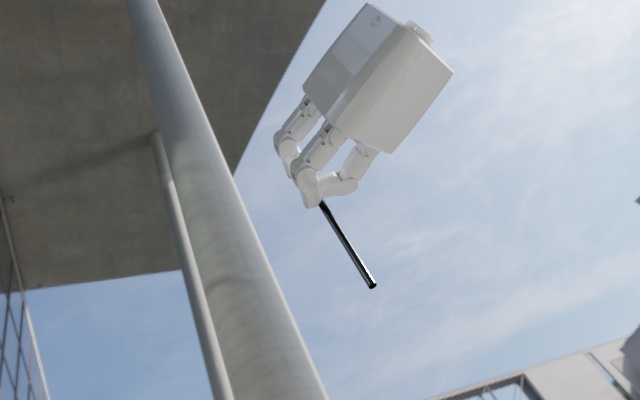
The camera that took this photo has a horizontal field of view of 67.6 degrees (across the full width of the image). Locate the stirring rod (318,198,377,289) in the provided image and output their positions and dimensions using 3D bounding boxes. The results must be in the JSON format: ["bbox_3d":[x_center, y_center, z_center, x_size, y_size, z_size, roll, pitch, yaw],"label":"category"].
[{"bbox_3d":[0.000,0.002,0.497,0.011,0.011,0.239,0,37,-28],"label":"stirring rod"}]
